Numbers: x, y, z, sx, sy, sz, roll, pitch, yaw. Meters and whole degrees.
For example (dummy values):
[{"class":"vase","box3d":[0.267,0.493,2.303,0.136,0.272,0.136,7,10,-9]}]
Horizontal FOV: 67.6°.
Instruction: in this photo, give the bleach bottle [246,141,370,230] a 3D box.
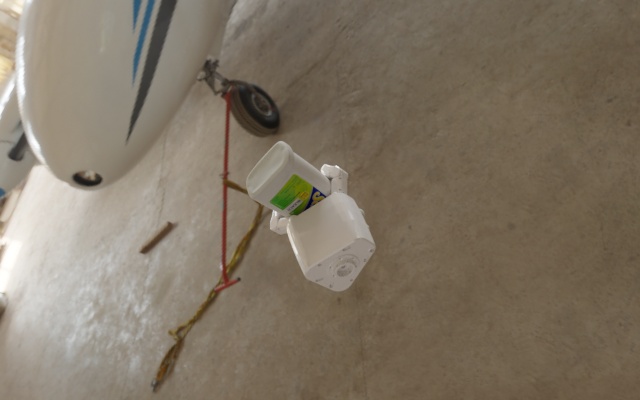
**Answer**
[{"class":"bleach bottle","box3d":[0.000,0.003,0.813,0.251,0.102,0.068,30,24,-37]}]
